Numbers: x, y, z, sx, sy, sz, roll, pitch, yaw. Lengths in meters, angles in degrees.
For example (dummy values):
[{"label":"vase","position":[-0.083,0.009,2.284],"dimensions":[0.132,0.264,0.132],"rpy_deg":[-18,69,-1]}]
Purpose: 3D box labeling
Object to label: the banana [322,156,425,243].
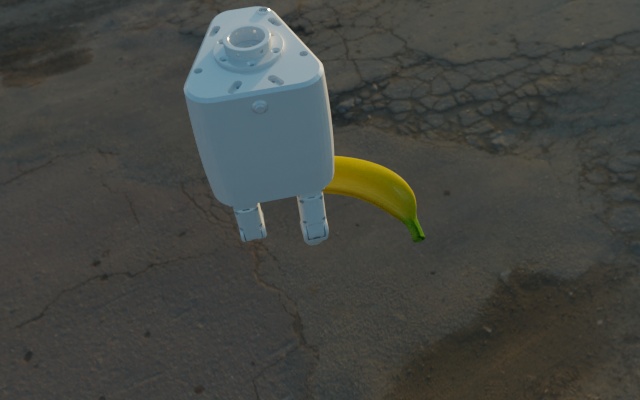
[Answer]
[{"label":"banana","position":[0.007,-0.013,0.463],"dimensions":[0.198,0.069,0.037],"rpy_deg":[11,-32,6]}]
